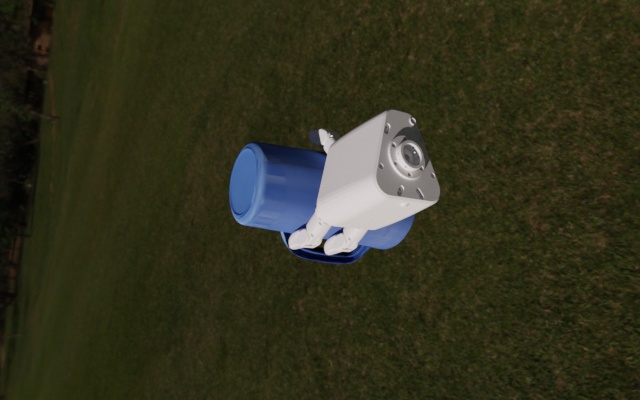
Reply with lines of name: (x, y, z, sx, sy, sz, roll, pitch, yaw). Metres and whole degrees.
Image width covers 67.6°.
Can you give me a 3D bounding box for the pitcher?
pitcher: (0.000, 0.002, 0.669, 0.243, 0.149, 0.145, 9, -19, -31)
